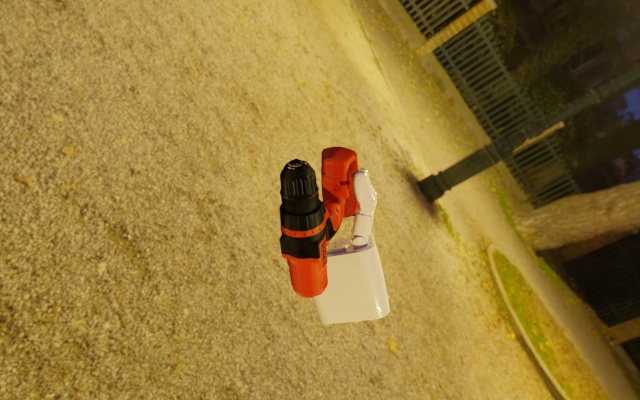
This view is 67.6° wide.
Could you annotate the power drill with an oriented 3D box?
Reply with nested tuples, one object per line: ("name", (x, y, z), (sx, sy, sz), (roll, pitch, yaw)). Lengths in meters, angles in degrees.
("power drill", (0.000, 0.002, 0.614), (0.057, 0.184, 0.187), (8, 33, 18))
